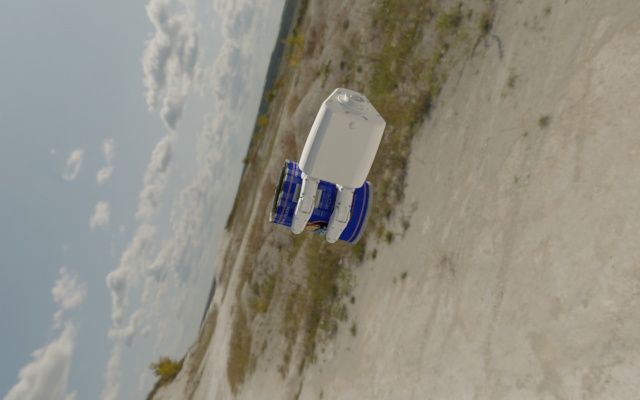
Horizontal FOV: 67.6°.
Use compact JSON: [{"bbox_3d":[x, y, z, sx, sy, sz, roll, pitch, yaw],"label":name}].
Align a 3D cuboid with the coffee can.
[{"bbox_3d":[0.000,0.003,0.757,0.140,0.103,0.103,15,-3,-10],"label":"coffee can"}]
